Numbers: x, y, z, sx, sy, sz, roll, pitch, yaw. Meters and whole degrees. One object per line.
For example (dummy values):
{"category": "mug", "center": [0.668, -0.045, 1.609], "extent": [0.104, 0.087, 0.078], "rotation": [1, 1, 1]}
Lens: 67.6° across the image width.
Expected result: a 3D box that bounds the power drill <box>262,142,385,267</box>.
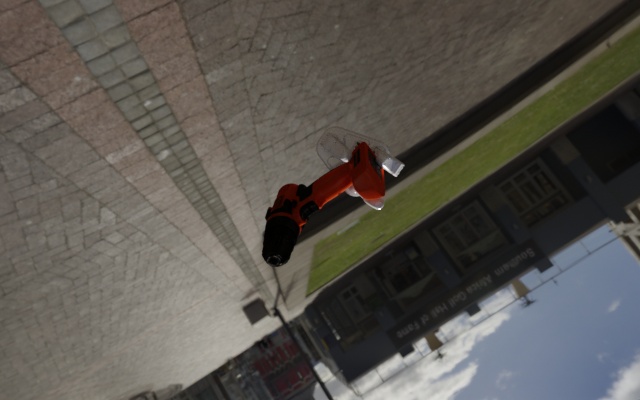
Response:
{"category": "power drill", "center": [0.001, 0.002, 0.688], "extent": [0.188, 0.057, 0.184], "rotation": [-28, 26, 20]}
